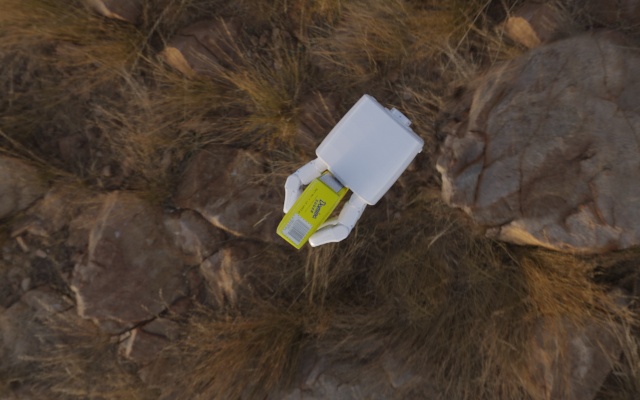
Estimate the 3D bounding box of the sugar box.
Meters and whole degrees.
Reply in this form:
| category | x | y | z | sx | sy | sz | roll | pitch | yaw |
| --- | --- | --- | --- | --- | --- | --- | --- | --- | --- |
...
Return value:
| category | x | y | z | sx | sy | sz | roll | pitch | yaw |
| --- | --- | --- | --- | --- | --- | --- | --- | --- | --- |
| sugar box | 0.001 | 0.003 | 0.690 | 0.048 | 0.093 | 0.176 | 40 | 16 | 5 |
